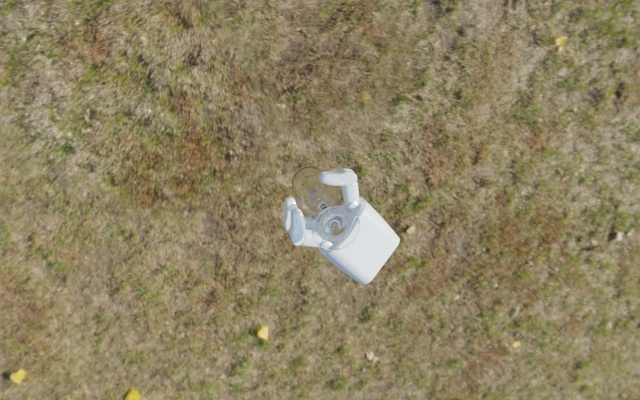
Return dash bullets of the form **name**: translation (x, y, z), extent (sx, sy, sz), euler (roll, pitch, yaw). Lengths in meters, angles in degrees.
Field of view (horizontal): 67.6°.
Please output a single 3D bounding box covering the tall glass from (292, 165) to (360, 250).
- **tall glass**: translation (0.000, 0.003, 0.793), extent (0.079, 0.079, 0.201), euler (0, 23, -15)
